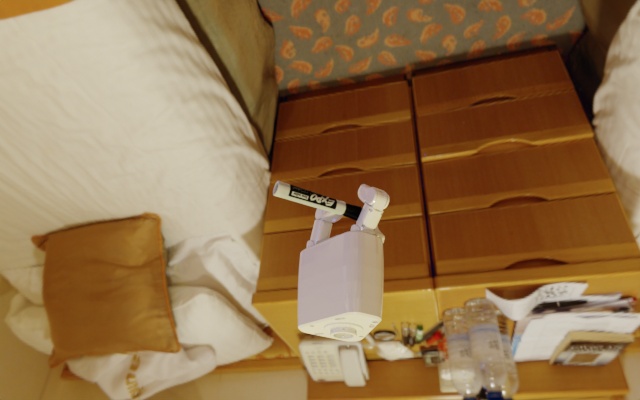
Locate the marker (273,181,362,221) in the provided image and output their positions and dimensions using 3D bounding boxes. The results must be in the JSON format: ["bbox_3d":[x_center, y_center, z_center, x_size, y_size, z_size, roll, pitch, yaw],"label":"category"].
[{"bbox_3d":[0.000,0.002,0.592,0.121,0.020,0.020,17,-7,-22],"label":"marker"}]
